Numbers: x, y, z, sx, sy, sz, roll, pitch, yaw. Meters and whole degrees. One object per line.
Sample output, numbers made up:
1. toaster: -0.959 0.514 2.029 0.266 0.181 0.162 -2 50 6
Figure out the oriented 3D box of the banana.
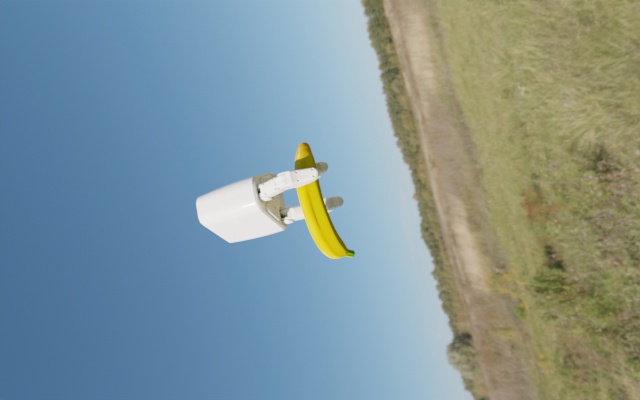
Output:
1. banana: -0.004 0.010 0.722 0.037 0.198 0.069 -18 9 20
